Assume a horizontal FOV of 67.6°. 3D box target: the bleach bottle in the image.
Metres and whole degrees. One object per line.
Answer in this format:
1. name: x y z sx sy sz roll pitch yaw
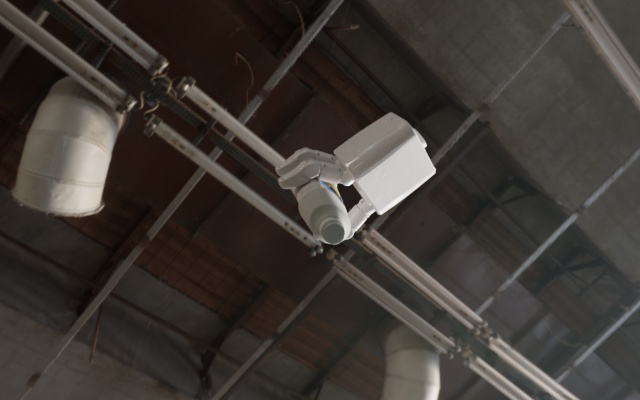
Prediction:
1. bleach bottle: 0.000 0.002 0.702 0.068 0.103 0.250 -37 23 5
